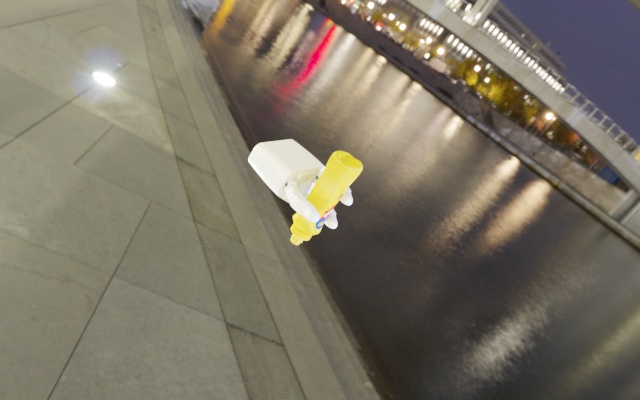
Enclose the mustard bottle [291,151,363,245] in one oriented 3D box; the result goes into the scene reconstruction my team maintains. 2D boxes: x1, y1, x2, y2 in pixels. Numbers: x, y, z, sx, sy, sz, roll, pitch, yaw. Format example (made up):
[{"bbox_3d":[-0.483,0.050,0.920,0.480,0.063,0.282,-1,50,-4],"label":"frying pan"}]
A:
[{"bbox_3d":[0.001,0.003,0.867,0.058,0.192,0.096,36,19,6],"label":"mustard bottle"}]
